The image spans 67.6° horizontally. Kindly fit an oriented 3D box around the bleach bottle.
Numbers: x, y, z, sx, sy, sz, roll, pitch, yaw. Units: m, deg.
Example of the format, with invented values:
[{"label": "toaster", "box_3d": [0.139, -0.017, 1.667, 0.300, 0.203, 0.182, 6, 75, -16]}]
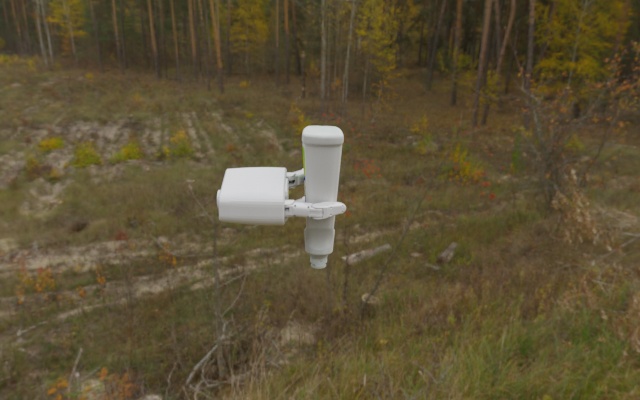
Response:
[{"label": "bleach bottle", "box_3d": [0.000, 0.003, 0.826, 0.068, 0.251, 0.102, 1, 18, -1]}]
